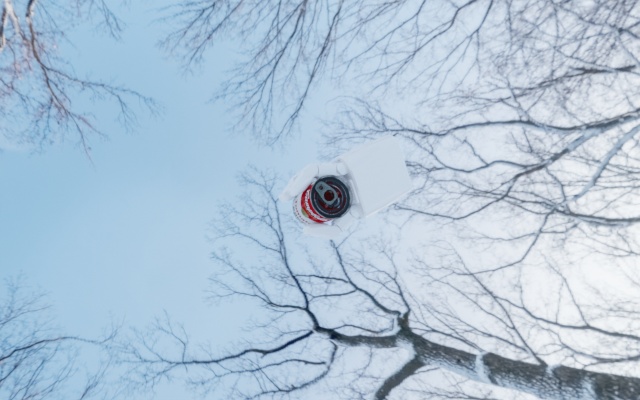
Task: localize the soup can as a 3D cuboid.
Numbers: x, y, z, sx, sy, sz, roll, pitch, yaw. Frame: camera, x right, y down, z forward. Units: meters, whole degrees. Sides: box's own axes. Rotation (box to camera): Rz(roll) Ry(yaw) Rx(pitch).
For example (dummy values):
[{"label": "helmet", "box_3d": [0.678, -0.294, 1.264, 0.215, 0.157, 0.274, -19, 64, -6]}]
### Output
[{"label": "soup can", "box_3d": [0.000, 0.003, 0.758, 0.068, 0.068, 0.102, 0, -9, -20]}]
